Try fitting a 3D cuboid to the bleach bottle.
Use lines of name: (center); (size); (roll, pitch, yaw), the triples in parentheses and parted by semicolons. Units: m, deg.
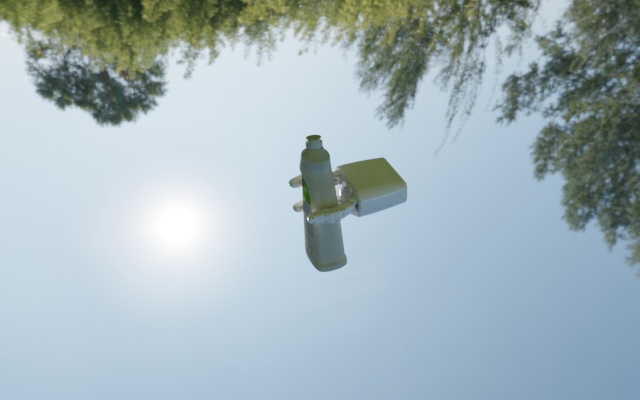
bleach bottle: (0.000, 0.003, 0.893); (0.068, 0.251, 0.102); (-14, 28, -18)
